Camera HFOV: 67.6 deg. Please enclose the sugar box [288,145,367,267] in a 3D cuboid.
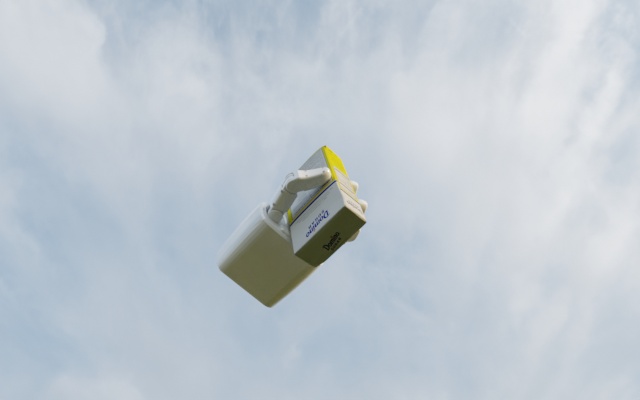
[{"bbox_3d":[0.000,0.002,0.647,0.048,0.093,0.176,36,20,-28],"label":"sugar box"}]
